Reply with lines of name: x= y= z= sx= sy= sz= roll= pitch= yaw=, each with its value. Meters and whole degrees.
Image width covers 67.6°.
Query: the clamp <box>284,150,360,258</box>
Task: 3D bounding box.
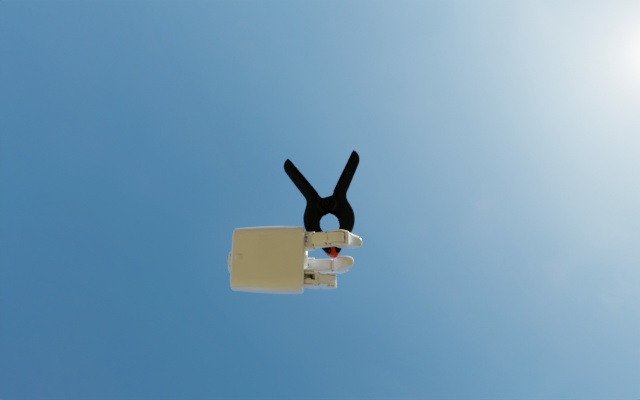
clamp: x=0.000 y=0.003 z=0.744 sx=0.120 sy=0.171 sz=0.039 roll=-1 pitch=-17 yaw=8
